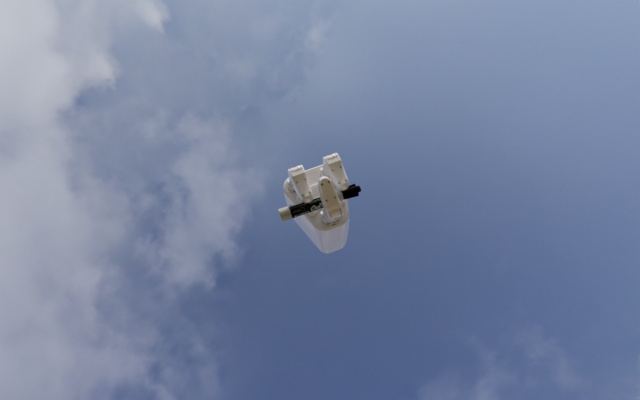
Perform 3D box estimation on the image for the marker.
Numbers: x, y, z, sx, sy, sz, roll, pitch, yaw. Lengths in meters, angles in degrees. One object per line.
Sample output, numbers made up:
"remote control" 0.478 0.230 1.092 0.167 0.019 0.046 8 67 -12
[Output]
"marker" 0.000 0.002 0.677 0.121 0.020 0.020 -19 2 -7
